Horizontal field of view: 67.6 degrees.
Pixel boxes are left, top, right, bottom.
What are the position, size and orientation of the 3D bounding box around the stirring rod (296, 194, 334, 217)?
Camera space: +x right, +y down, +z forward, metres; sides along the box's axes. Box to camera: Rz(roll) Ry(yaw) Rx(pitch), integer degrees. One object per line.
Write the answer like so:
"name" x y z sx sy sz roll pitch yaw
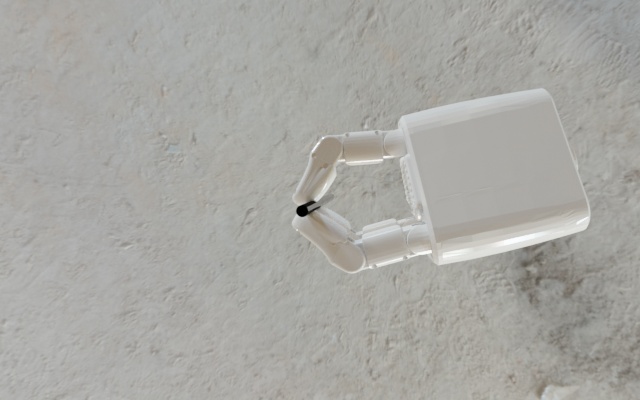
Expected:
"stirring rod" 0.000 0.001 0.426 0.011 0.011 0.239 0 3 6
